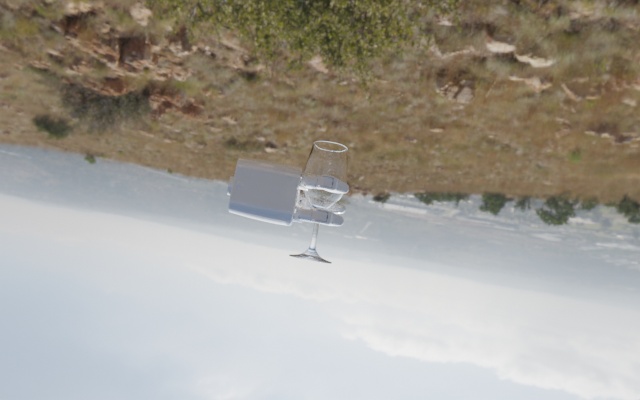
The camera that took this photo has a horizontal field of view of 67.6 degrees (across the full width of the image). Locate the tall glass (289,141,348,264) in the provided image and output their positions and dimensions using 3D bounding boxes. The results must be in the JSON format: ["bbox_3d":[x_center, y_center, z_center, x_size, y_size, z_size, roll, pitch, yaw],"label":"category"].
[{"bbox_3d":[0.000,0.003,0.817,0.079,0.201,0.079,10,-6,1],"label":"tall glass"}]
